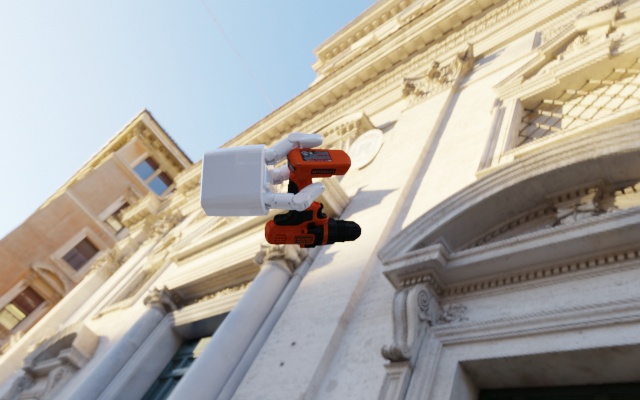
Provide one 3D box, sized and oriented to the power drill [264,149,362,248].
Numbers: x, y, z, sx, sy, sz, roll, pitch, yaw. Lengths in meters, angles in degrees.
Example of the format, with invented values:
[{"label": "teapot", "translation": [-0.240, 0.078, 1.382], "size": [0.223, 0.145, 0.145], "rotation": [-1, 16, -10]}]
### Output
[{"label": "power drill", "translation": [0.000, 0.002, 0.840], "size": [0.184, 0.188, 0.057], "rotation": [-1, 34, -18]}]
